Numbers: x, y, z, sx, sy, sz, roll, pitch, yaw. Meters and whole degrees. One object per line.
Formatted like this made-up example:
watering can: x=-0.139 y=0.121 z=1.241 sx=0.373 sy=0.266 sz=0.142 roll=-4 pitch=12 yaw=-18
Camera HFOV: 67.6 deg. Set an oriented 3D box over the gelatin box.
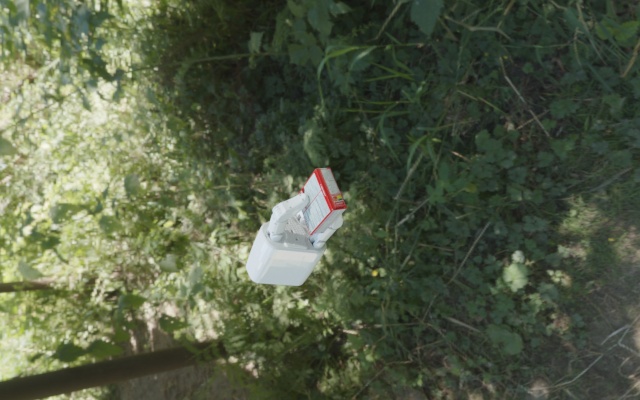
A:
gelatin box: x=0.000 y=0.002 z=0.748 sx=0.030 sy=0.073 sz=0.089 roll=-8 pitch=-26 yaw=-30
